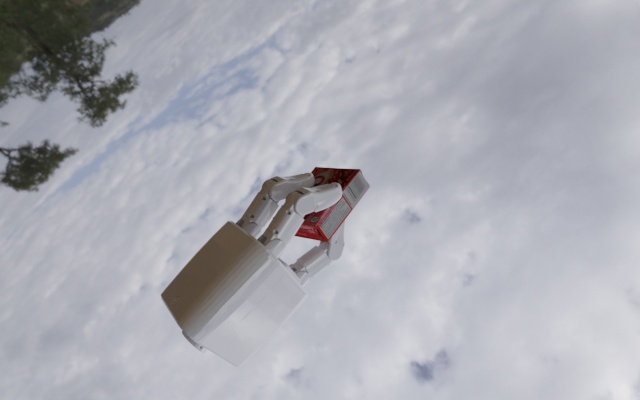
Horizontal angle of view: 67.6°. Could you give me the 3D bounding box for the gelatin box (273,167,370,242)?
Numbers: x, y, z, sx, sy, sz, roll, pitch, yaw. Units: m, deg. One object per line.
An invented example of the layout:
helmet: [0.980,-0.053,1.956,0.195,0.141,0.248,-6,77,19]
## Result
gelatin box: [0.001,0.002,0.529,0.073,0.030,0.089,7,50,47]
